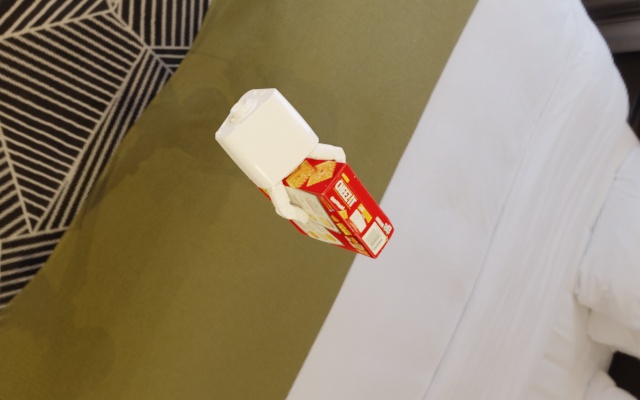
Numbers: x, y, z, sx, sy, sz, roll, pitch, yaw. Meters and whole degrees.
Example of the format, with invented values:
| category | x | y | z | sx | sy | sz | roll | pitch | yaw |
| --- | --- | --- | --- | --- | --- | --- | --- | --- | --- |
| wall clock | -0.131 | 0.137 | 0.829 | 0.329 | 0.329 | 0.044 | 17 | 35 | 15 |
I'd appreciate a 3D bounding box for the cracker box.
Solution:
| category | x | y | z | sx | sy | sz | roll | pitch | yaw |
| --- | --- | --- | --- | --- | --- | --- | --- | --- | --- |
| cracker box | 0.000 | 0.003 | 0.805 | 0.213 | 0.072 | 0.164 | 14 | -29 | 52 |
